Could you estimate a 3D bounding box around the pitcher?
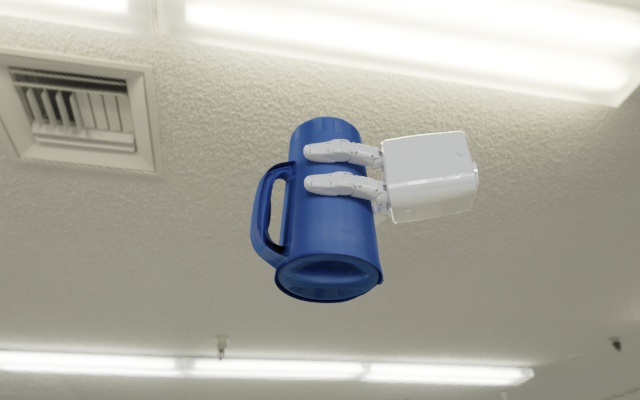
[{"bbox_3d":[0.000,0.002,0.642,0.145,0.242,0.149,-9,-37,10],"label":"pitcher"}]
